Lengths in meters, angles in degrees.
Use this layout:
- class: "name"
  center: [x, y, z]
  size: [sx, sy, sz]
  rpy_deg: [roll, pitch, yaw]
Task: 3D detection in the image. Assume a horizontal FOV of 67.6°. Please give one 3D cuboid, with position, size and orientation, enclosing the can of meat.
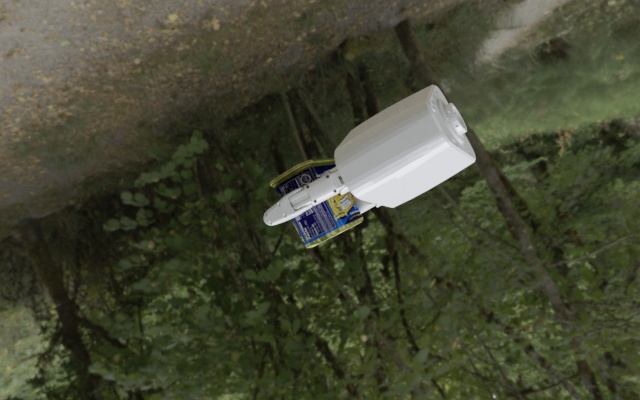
- class: "can of meat"
  center: [0.000, 0.002, 0.544]
  size: [0.057, 0.084, 0.102]
  rpy_deg: [-29, -5, 23]
